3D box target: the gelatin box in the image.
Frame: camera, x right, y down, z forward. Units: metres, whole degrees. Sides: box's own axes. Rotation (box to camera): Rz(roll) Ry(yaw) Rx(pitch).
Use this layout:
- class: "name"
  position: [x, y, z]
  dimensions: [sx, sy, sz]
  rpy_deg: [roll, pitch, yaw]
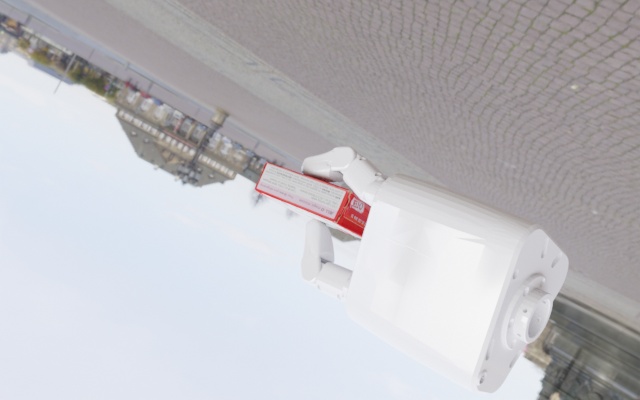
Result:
- class: "gelatin box"
  position: [0.000, 0.002, 0.409]
  dimensions: [0.089, 0.030, 0.073]
  rpy_deg: [20, -6, 31]
